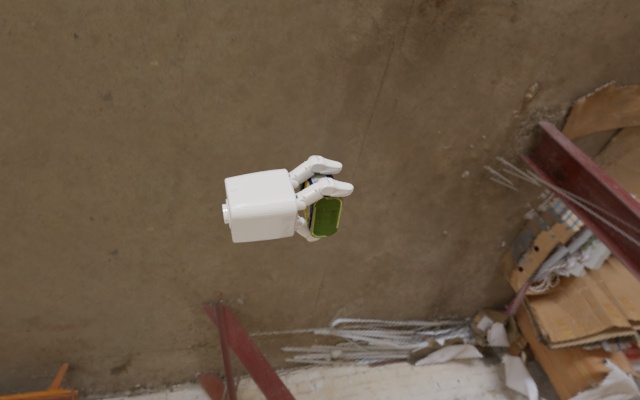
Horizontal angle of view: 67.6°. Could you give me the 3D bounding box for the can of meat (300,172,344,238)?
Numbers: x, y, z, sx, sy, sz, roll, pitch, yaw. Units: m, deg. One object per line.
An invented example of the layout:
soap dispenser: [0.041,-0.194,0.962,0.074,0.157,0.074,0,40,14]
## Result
can of meat: [0.000,0.003,0.834,0.057,0.102,0.084,-6,44,-14]
